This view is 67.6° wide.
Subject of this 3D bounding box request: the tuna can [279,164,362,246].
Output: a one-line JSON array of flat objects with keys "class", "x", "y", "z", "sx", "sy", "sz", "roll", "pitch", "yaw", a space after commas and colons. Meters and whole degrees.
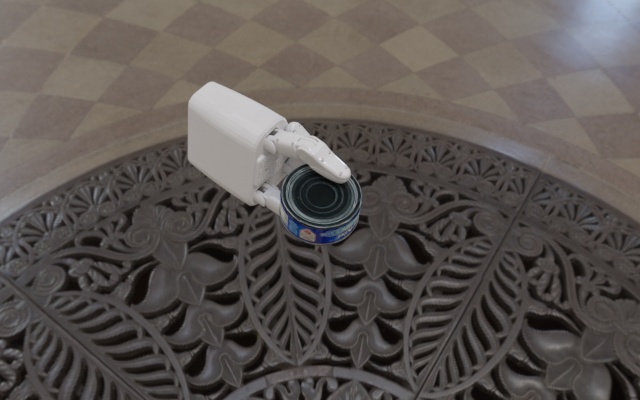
[{"class": "tuna can", "x": 0.000, "y": 0.001, "z": 0.497, "sx": 0.086, "sy": 0.086, "sz": 0.034, "roll": 0, "pitch": -34, "yaw": -6}]
